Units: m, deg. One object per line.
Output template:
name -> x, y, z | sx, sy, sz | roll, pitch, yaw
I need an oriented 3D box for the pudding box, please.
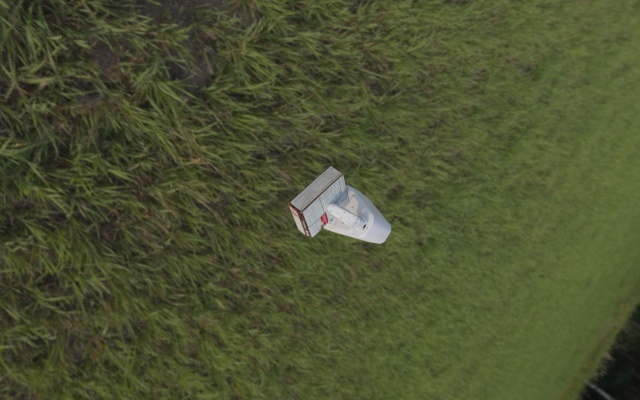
pudding box -> 0.000, 0.003, 0.882 | 0.039, 0.113, 0.090 | 33, -23, 32
